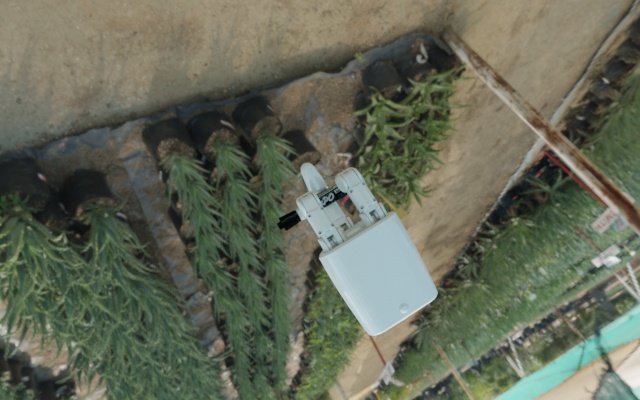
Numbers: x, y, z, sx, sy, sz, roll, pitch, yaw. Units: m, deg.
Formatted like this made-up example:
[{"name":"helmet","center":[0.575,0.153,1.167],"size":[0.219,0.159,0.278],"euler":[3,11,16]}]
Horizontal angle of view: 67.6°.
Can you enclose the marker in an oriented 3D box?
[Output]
[{"name":"marker","center":[0.000,0.002,0.591],"size":[0.121,0.020,0.020],"euler":[-31,4,-7]}]
